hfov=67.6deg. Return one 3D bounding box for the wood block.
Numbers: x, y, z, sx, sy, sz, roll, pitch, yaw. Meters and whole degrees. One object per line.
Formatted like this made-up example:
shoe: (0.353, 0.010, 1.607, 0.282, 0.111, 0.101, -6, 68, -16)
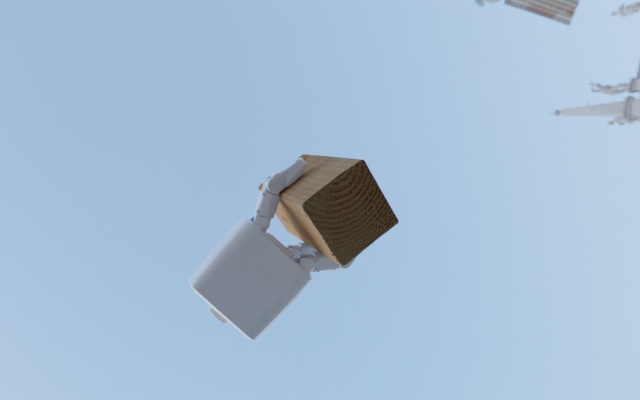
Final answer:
wood block: (0.000, 0.002, 0.625, 0.090, 0.091, 0.206, -37, 18, -13)
